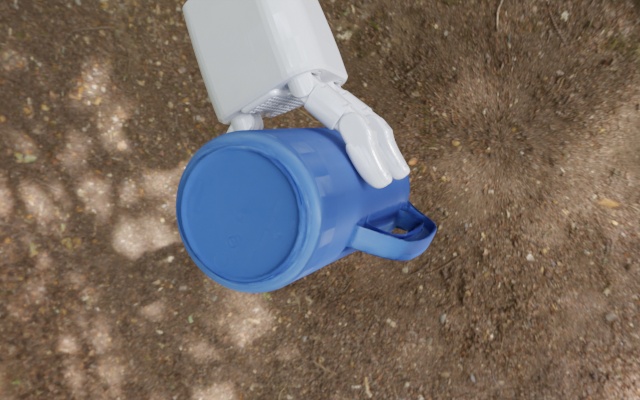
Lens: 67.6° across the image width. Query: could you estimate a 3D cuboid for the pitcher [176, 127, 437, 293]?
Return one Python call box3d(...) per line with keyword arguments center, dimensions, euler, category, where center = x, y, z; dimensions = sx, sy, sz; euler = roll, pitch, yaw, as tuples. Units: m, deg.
box3d(center=(0.000, 0.001, 0.412), dimensions=(0.149, 0.145, 0.243), euler=(-19, -1, 22), category="pitcher")
